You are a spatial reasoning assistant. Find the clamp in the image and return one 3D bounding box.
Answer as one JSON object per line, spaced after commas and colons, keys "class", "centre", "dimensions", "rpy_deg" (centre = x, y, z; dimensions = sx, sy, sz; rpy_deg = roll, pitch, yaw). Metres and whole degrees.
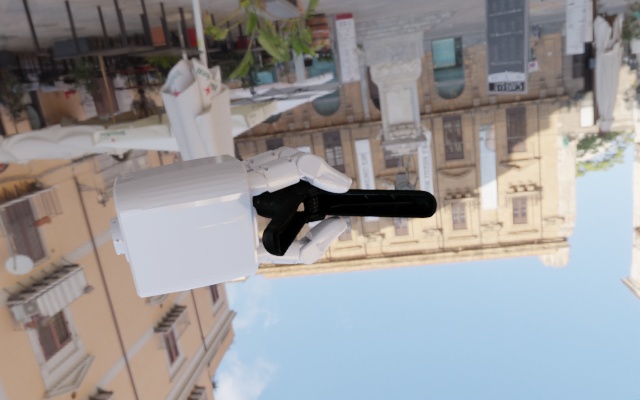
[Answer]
{"class": "clamp", "centre": [0.000, 0.002, 0.478], "dimensions": [0.164, 0.036, 0.210], "rpy_deg": [-9, 14, -19]}
